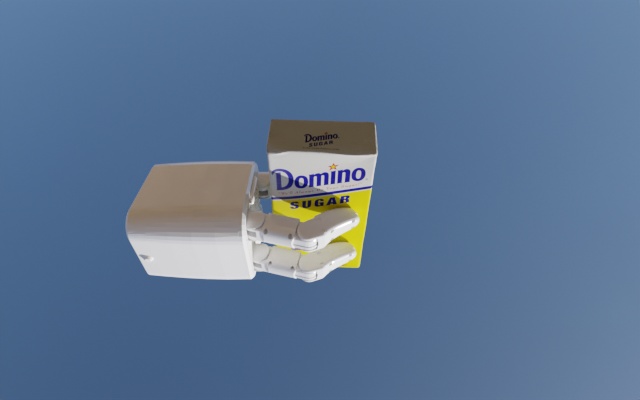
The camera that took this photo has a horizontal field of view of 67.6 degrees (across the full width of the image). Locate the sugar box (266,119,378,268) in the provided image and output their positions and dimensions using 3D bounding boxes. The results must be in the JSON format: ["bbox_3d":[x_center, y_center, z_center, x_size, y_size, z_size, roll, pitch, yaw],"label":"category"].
[{"bbox_3d":[0.000,0.002,0.463,0.093,0.048,0.176,1,-37,1],"label":"sugar box"}]
